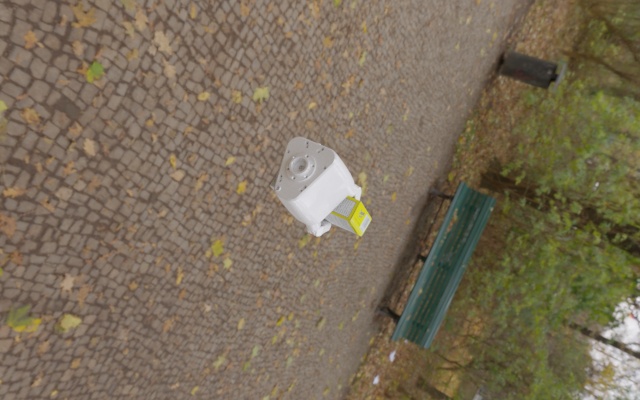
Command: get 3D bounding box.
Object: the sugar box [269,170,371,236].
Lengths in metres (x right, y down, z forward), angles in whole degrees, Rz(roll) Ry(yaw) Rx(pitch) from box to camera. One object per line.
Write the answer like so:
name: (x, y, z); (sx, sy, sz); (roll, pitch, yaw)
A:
sugar box: (0.000, 0.002, 0.876); (0.176, 0.048, 0.093); (26, -13, 25)
